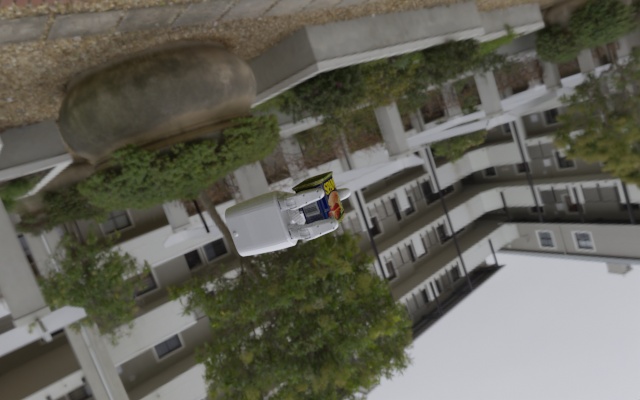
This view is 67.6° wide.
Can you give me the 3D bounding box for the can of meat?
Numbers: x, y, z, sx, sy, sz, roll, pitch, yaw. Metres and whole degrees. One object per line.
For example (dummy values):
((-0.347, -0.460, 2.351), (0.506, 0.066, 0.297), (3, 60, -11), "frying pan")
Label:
((0.000, 0.003, 0.821), (0.057, 0.084, 0.102), (-17, 8, 18), "can of meat")
